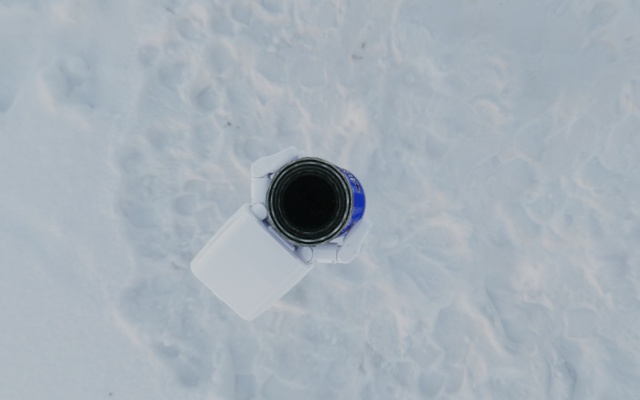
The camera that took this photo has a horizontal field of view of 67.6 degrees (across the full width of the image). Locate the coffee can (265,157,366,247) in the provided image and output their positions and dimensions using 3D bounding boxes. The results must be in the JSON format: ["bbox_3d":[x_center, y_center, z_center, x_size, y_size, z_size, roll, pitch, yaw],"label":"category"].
[{"bbox_3d":[0.000,0.002,0.606,0.103,0.103,0.140,0,0,11],"label":"coffee can"}]
